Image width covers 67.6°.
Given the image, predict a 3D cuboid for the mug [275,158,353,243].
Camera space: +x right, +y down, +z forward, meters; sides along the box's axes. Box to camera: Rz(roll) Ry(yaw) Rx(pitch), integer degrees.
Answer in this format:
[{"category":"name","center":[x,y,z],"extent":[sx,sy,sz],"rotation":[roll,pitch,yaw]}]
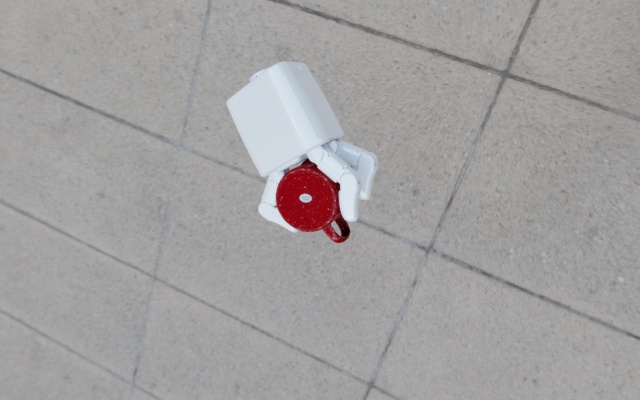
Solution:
[{"category":"mug","center":[0.001,0.003,0.605],"extent":[0.093,0.117,0.081],"rotation":[-27,3,24]}]
